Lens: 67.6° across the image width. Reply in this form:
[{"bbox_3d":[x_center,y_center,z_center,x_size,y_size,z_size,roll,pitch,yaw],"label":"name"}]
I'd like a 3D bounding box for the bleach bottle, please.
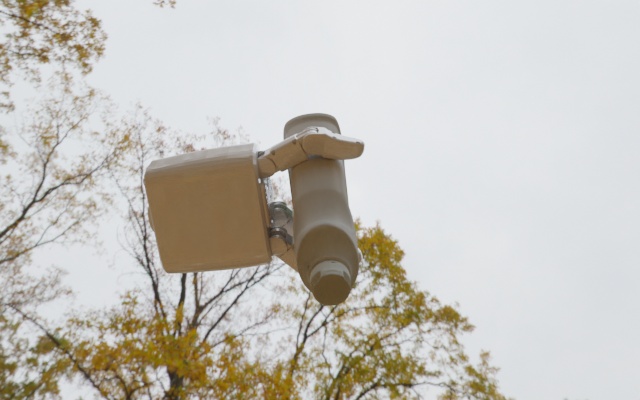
[{"bbox_3d":[0.000,0.002,0.457,0.068,0.103,0.250,-8,27,1],"label":"bleach bottle"}]
